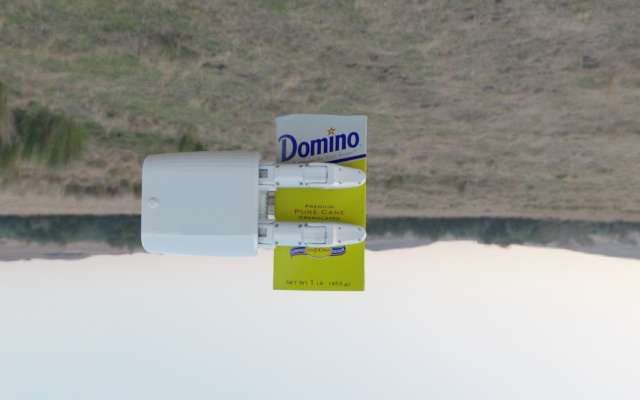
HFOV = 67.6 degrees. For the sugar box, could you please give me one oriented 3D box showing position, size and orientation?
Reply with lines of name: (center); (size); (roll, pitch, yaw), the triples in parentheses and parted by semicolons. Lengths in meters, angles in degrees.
sugar box: (0.000, 0.002, 0.486); (0.093, 0.176, 0.048); (0, -1, 1)
